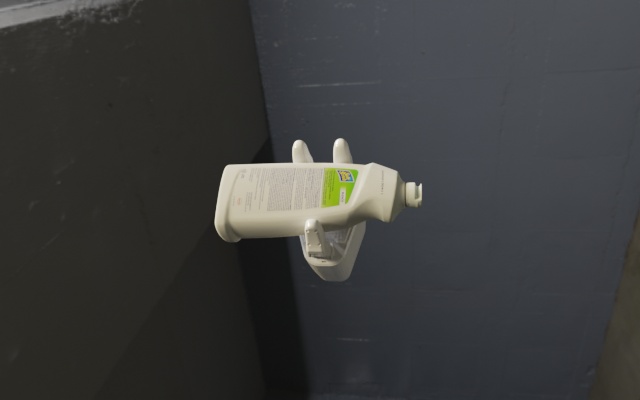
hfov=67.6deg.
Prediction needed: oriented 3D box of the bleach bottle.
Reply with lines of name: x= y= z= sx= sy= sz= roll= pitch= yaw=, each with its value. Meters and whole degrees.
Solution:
bleach bottle: x=0.000 y=0.002 z=0.604 sx=0.251 sy=0.102 sz=0.068 roll=0 pitch=-24 yaw=10
